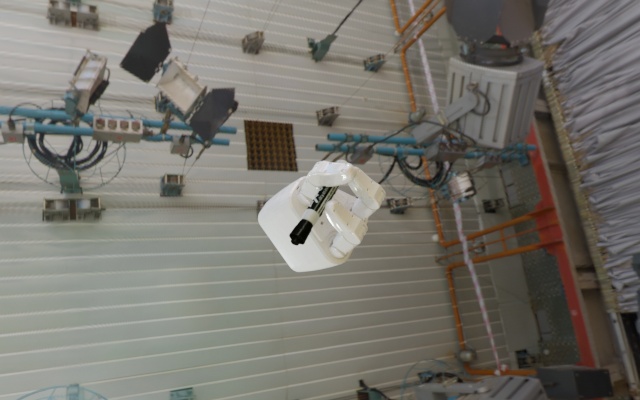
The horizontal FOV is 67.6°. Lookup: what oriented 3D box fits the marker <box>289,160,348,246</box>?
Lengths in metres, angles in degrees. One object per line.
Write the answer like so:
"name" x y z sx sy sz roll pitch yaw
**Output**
"marker" 0.000 0.002 0.534 0.020 0.121 0.020 23 -32 16
